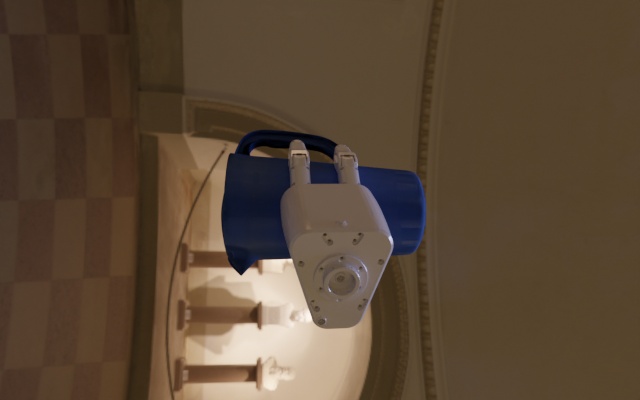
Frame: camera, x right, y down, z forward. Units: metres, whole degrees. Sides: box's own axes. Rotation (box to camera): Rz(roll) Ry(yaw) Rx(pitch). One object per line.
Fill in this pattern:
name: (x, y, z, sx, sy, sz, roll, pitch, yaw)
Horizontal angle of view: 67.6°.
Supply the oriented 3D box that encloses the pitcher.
pitcher: (0.000, 0.002, 0.600, 0.243, 0.149, 0.145, 2, 23, -7)
